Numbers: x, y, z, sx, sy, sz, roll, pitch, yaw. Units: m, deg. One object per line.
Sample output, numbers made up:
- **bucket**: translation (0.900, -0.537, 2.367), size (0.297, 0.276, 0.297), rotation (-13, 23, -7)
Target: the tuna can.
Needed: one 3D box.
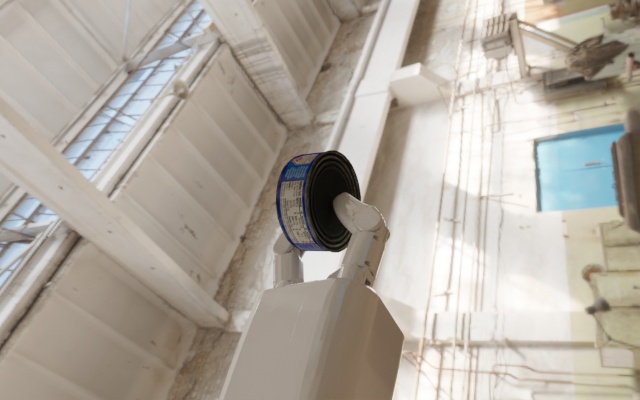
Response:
- **tuna can**: translation (0.000, 0.001, 0.408), size (0.034, 0.086, 0.086), rotation (-3, -2, 33)
